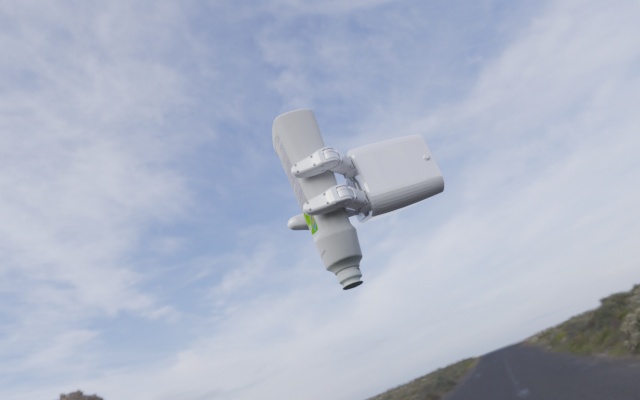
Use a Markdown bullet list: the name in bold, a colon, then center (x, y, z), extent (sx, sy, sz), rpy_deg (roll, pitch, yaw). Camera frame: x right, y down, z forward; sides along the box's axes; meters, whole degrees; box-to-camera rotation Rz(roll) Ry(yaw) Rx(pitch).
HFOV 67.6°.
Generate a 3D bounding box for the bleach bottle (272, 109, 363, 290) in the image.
- **bleach bottle**: center (0.000, 0.002, 0.650), extent (0.068, 0.250, 0.103), rpy_deg (-17, -24, -9)
